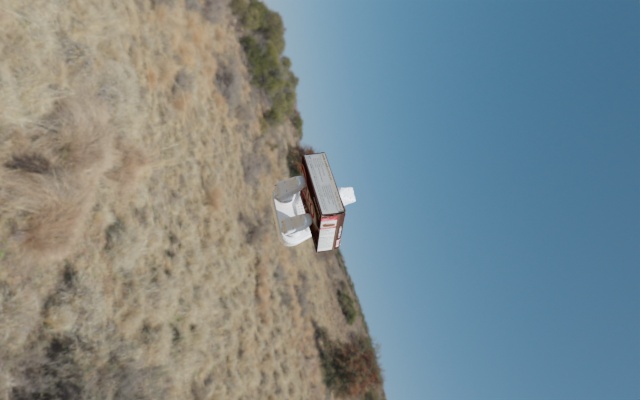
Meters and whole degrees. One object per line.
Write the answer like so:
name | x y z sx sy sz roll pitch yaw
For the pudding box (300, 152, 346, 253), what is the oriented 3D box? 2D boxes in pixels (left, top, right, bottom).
pudding box | 0.000 0.002 0.673 0.039 0.113 0.090 -11 -36 -12
